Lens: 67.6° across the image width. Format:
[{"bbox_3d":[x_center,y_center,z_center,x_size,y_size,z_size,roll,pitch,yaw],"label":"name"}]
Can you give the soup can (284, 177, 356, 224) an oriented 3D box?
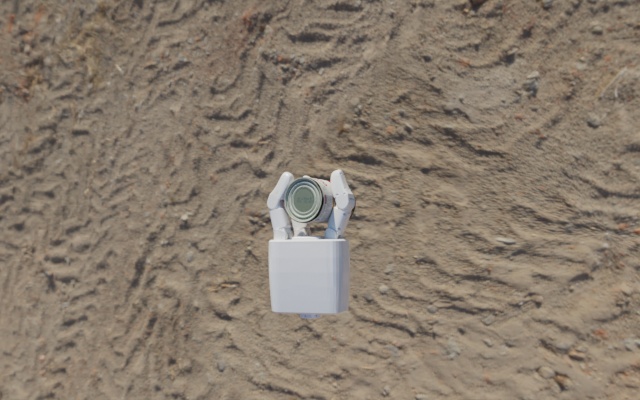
[{"bbox_3d":[0.000,0.002,0.719,0.068,0.068,0.102,0,-3,31],"label":"soup can"}]
